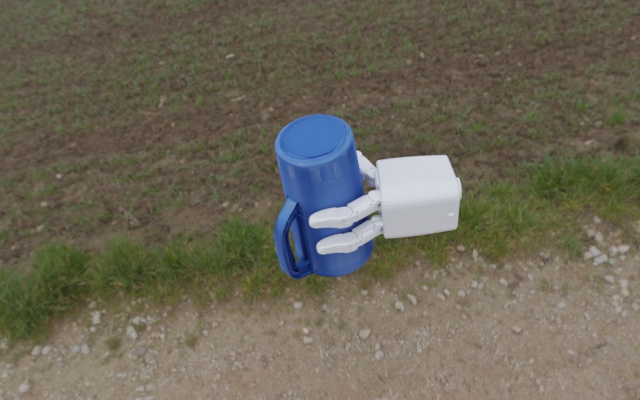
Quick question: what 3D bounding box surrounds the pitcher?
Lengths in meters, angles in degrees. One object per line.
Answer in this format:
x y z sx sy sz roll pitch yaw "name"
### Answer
0.000 0.002 0.718 0.145 0.149 0.243 -6 -44 6 "pitcher"
